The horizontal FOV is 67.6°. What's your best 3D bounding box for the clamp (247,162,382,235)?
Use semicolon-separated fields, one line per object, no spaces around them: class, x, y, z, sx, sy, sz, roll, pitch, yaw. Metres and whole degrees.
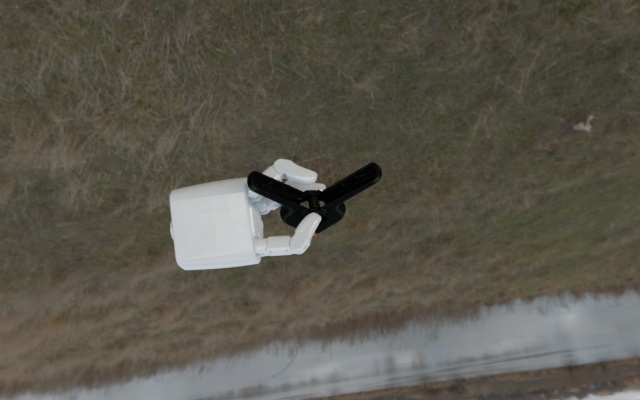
clamp;0.000;0.003;0.662;0.164;0.036;0.210;-6;-22;3
